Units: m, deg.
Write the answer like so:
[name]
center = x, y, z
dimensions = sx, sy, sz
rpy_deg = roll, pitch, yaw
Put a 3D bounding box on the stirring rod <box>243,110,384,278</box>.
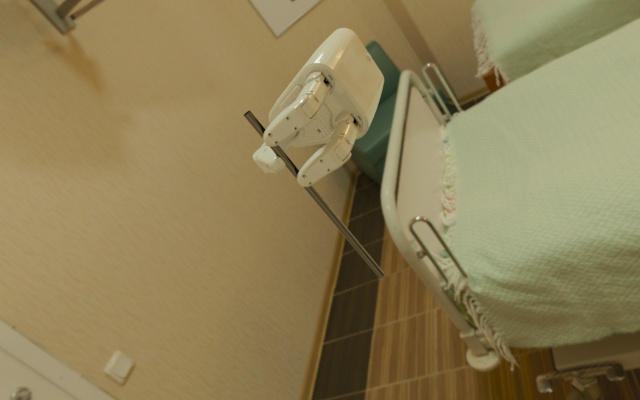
[stirring rod]
center = 0.000, 0.002, 0.503
dimensions = 0.011, 0.240, 0.011
rpy_deg = -32, 25, 17
